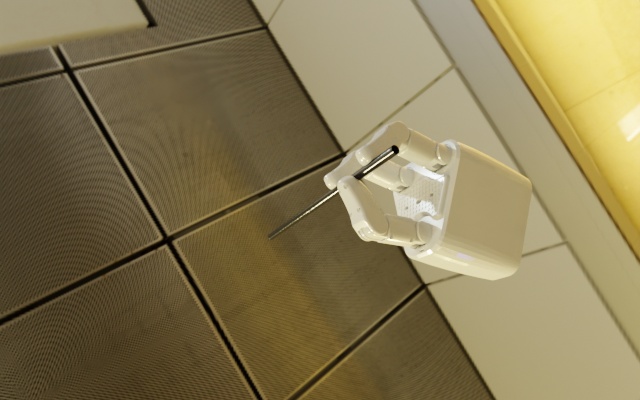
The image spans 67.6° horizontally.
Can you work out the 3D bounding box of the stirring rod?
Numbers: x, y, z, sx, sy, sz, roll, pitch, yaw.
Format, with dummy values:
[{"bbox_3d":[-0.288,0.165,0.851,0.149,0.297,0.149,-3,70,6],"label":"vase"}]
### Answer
[{"bbox_3d":[0.000,0.002,0.471,0.011,0.011,0.239,0,-20,-31],"label":"stirring rod"}]
